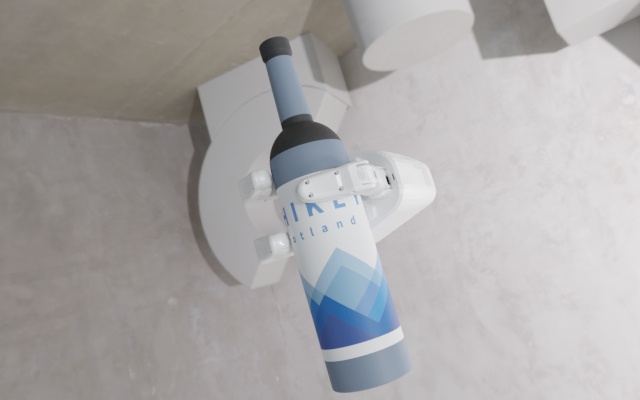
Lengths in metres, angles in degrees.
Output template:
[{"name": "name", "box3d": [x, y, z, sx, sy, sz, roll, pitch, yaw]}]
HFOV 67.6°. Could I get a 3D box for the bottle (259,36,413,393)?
[{"name": "bottle", "box3d": [0.000, 0.002, 0.401, 0.069, 0.295, 0.069, -16, -8, -2]}]
